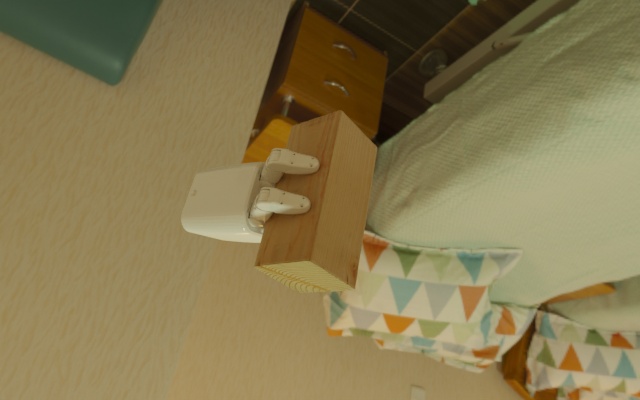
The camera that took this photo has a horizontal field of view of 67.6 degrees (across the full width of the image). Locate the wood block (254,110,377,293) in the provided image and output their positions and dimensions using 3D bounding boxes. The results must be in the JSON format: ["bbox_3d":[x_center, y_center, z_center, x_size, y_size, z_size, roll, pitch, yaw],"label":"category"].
[{"bbox_3d":[0.000,0.002,0.604,0.090,0.206,0.091,-11,-35,37],"label":"wood block"}]
